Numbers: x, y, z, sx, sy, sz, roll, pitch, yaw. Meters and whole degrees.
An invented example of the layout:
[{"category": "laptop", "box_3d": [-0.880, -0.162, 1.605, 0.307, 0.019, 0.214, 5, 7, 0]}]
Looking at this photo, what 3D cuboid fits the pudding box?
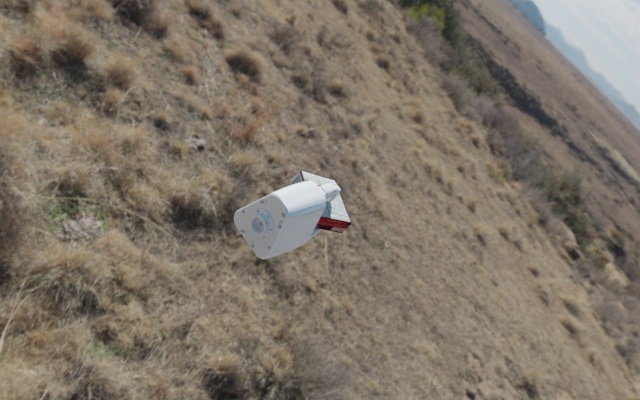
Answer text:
[{"category": "pudding box", "box_3d": [0.000, 0.003, 0.895, 0.090, 0.113, 0.039, 15, -46, -39]}]
